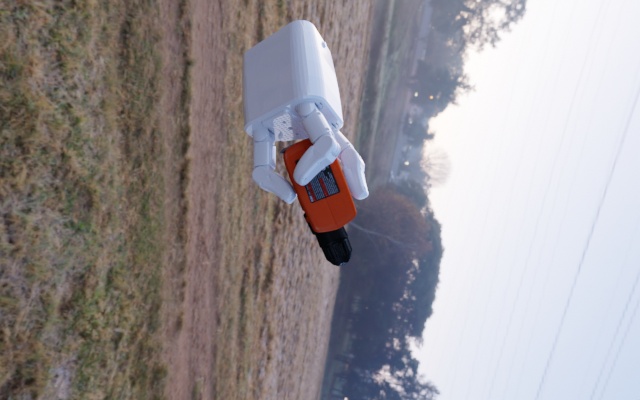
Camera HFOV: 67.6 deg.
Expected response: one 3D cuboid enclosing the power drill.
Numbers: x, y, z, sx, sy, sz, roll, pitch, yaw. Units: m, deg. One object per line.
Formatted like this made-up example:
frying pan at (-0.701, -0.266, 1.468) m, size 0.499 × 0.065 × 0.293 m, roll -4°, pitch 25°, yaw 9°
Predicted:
power drill at (0.000, 0.002, 0.608) m, size 0.057 × 0.184 × 0.187 m, roll -24°, pitch -2°, yaw -5°
